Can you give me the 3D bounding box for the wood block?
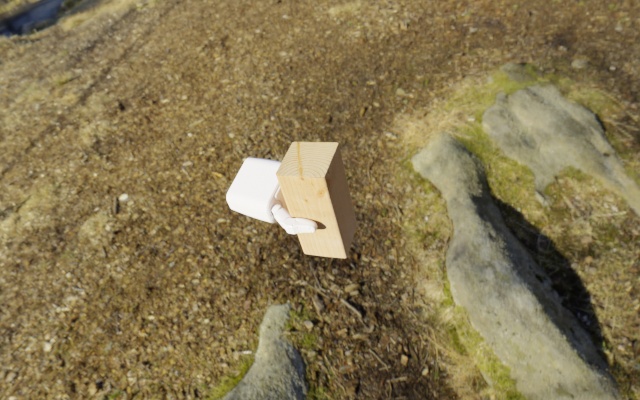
[{"bbox_3d":[0.000,0.003,0.869,0.090,0.206,0.090,4,46,21],"label":"wood block"}]
